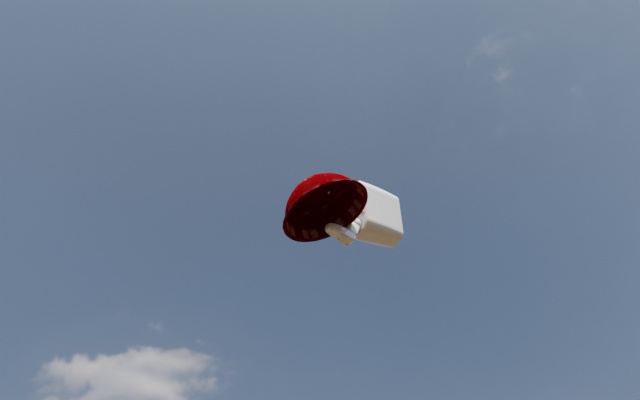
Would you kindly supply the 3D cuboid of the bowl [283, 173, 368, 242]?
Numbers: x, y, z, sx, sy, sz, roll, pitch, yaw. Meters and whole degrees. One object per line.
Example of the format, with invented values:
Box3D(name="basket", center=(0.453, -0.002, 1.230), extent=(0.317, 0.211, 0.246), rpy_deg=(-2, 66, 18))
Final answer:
Box3D(name="bowl", center=(-0.001, 0.002, 0.841), extent=(0.162, 0.055, 0.162), rpy_deg=(-19, -35, -14))
